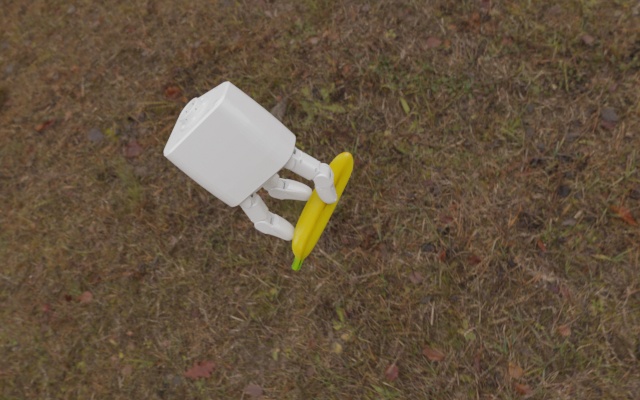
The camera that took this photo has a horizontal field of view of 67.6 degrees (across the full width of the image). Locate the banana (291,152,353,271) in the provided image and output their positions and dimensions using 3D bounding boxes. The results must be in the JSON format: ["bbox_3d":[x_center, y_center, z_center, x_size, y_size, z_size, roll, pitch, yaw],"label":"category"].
[{"bbox_3d":[0.003,-0.001,0.662,0.037,0.197,0.070,29,-23,-4],"label":"banana"}]
